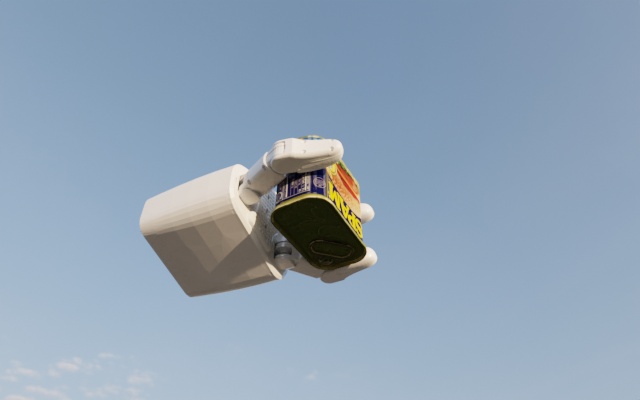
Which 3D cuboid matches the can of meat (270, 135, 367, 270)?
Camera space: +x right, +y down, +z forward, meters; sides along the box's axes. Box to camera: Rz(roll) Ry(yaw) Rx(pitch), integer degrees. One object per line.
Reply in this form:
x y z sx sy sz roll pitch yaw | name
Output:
0.000 0.001 0.445 0.057 0.083 0.102 -20 -46 20 | can of meat
